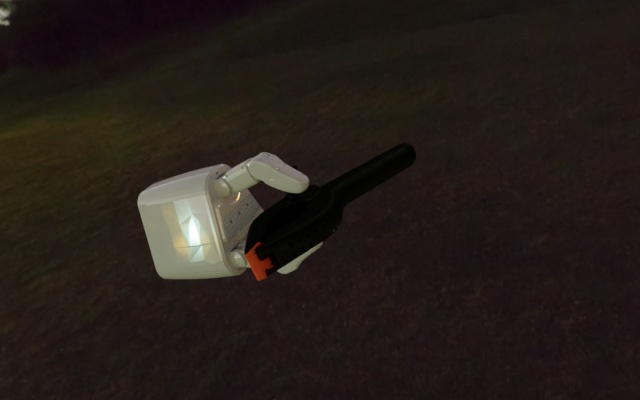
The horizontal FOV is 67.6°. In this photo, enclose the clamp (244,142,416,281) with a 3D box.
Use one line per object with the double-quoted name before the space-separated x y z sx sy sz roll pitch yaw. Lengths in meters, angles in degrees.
"clamp" -0.001 0.001 0.467 0.164 0.036 0.210 -13 23 29
